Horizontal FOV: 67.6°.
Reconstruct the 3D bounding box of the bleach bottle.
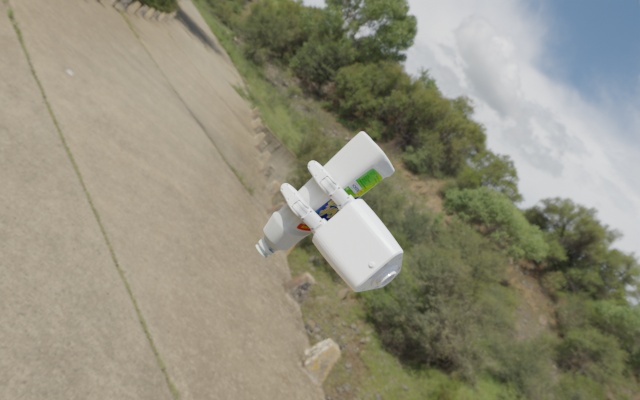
[{"bbox_3d":[0.000,0.002,0.774,0.251,0.068,0.102,-42,-25,5],"label":"bleach bottle"}]
